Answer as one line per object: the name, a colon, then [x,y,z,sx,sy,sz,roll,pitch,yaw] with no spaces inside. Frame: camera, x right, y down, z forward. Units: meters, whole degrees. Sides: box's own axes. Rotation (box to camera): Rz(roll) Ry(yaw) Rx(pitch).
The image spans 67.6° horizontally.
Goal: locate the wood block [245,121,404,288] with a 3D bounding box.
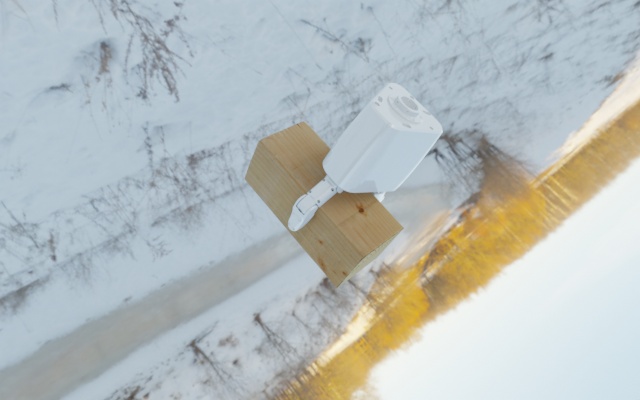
wood block: [0.000,0.002,0.658,0.091,0.206,0.090,-30,-18,-38]
